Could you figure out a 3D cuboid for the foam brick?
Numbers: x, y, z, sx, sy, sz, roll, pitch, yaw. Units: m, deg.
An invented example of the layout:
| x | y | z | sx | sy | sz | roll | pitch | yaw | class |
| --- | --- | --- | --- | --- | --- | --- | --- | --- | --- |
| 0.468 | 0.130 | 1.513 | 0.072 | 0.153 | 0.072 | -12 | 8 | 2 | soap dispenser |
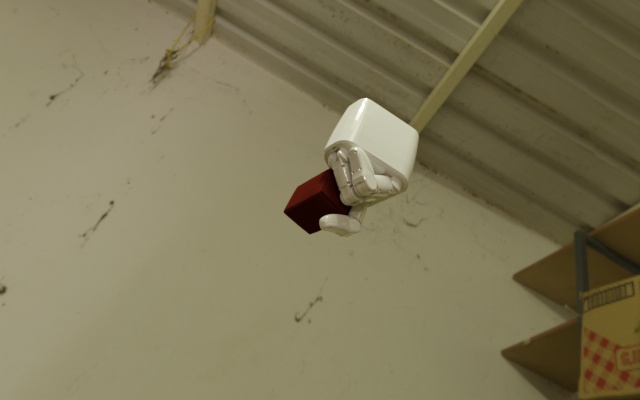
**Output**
| x | y | z | sx | sy | sz | roll | pitch | yaw | class |
| --- | --- | --- | --- | --- | --- | --- | --- | --- | --- |
| 0.000 | 0.002 | 0.642 | 0.053 | 0.051 | 0.078 | 43 | -44 | -21 | foam brick |
